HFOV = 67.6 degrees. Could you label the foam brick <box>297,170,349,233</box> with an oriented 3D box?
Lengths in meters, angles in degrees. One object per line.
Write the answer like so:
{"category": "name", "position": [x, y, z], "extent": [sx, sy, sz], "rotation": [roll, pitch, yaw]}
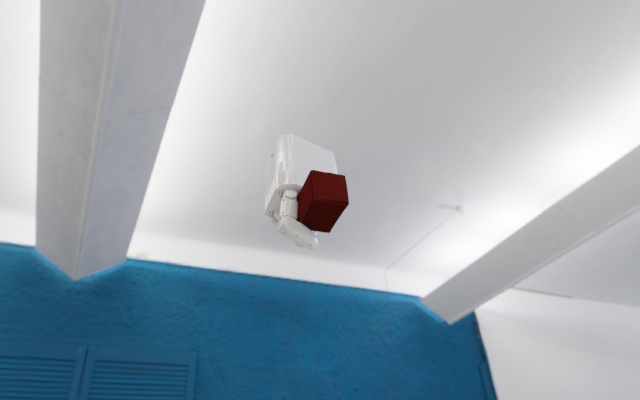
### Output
{"category": "foam brick", "position": [0.000, 0.002, 0.668], "extent": [0.053, 0.051, 0.078], "rotation": [9, -37, -18]}
